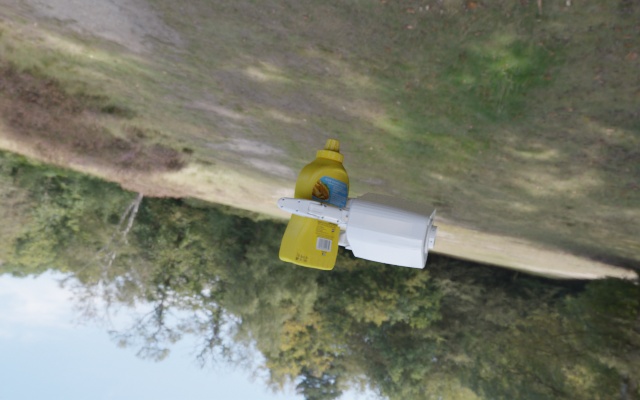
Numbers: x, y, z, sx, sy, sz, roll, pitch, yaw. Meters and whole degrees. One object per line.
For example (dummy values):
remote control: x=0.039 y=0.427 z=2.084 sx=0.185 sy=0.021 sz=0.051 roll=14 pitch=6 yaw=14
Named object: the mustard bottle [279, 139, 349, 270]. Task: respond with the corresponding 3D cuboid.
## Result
mustard bottle: x=0.000 y=0.003 z=0.708 sx=0.058 sy=0.191 sz=0.096 roll=8 pitch=-7 yaw=43
